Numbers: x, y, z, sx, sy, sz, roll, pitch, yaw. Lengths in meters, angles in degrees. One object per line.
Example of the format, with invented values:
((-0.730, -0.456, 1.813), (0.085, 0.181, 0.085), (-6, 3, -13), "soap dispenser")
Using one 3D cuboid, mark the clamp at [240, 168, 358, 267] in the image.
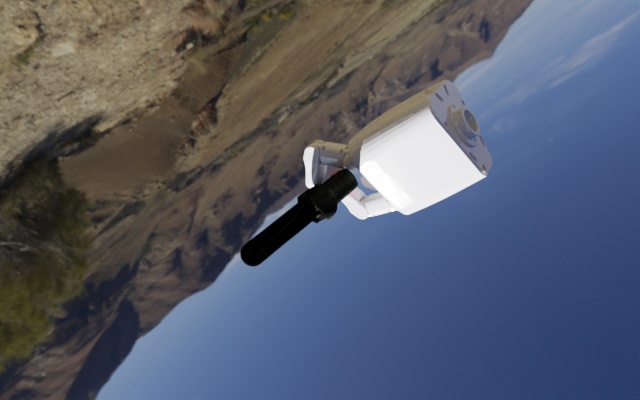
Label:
((0.000, 0.002, 0.495), (0.120, 0.039, 0.171), (-26, 12, 40), "clamp")
